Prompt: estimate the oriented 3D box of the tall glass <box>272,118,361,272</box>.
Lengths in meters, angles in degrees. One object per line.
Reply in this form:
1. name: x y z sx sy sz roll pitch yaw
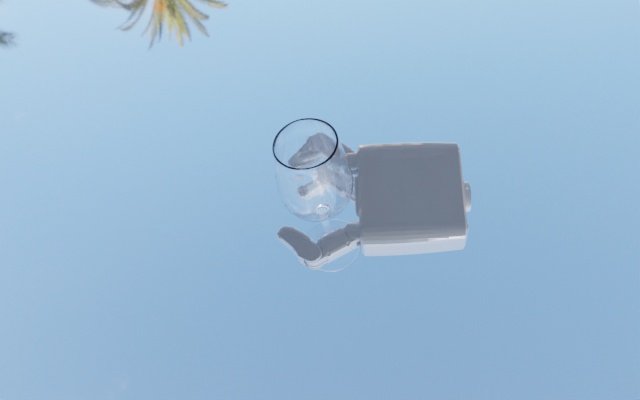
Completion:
1. tall glass: 0.000 0.002 0.517 0.079 0.079 0.201 0 -33 10
